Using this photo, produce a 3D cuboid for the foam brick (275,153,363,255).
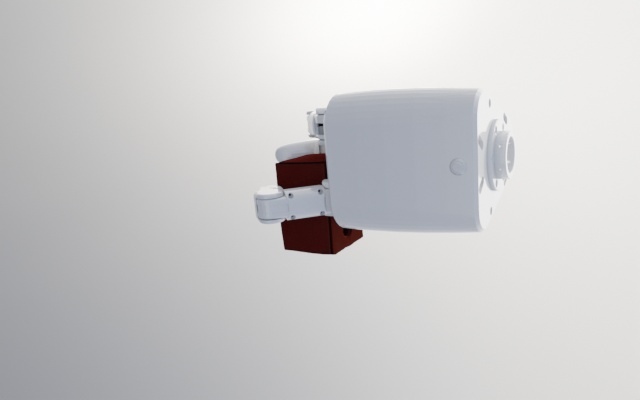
[{"bbox_3d":[0.000,0.002,0.405,0.051,0.078,0.053,3,15,32],"label":"foam brick"}]
